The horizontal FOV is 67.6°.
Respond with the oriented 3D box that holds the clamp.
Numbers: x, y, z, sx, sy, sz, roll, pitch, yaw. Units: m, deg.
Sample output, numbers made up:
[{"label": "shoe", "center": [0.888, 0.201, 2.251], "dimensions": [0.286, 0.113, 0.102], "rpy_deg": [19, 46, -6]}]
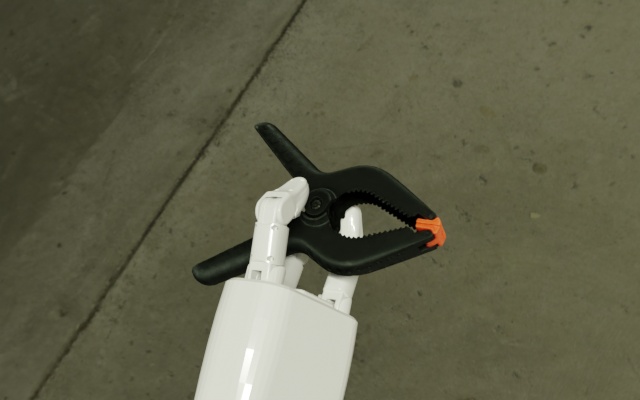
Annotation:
[{"label": "clamp", "center": [0.000, 0.001, 0.405], "dimensions": [0.210, 0.164, 0.036], "rpy_deg": [2, -25, 24]}]
